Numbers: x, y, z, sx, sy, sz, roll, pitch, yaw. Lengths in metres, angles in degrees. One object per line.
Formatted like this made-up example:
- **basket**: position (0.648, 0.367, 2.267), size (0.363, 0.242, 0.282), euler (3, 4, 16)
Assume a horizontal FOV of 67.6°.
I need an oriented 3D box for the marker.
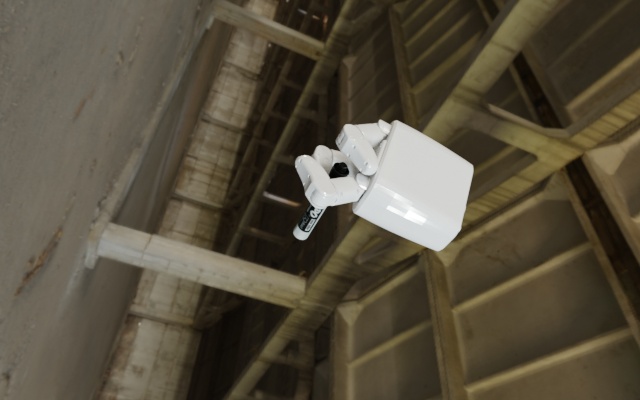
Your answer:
- **marker**: position (0.000, 0.002, 0.526), size (0.020, 0.020, 0.121), euler (0, -39, -31)
